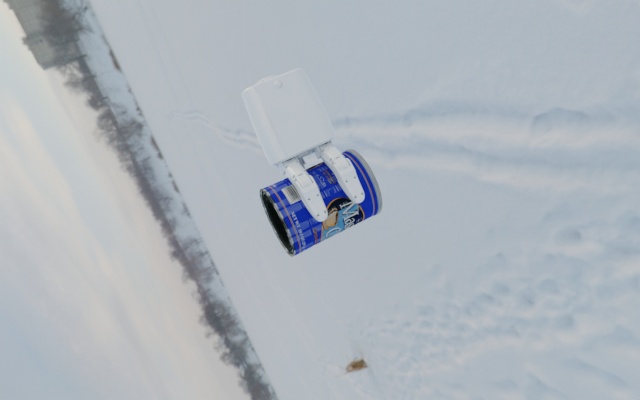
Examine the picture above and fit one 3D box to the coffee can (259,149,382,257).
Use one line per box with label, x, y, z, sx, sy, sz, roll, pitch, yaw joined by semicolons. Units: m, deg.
coffee can;0.000;0.002;0.668;0.140;0.103;0.103;-26;7;-15
